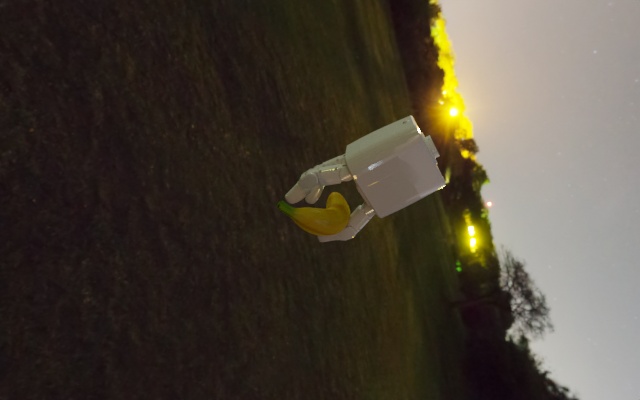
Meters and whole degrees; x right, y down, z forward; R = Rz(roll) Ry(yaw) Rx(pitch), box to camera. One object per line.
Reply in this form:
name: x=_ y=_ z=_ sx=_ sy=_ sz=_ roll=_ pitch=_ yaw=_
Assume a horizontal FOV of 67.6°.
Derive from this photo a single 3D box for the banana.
banana: x=0.010 y=0.017 z=0.679 sx=0.037 sy=0.069 sz=0.198 roll=-40 pitch=-11 yaw=18
